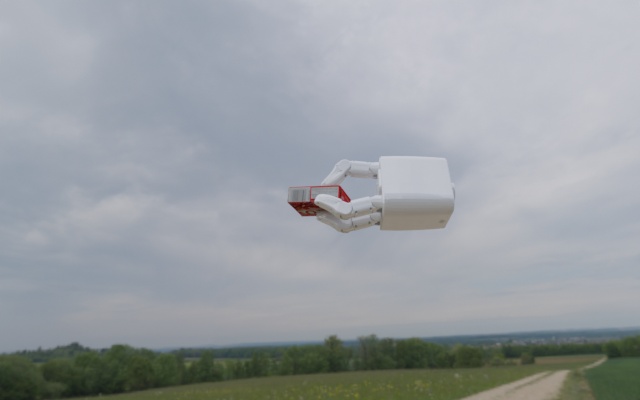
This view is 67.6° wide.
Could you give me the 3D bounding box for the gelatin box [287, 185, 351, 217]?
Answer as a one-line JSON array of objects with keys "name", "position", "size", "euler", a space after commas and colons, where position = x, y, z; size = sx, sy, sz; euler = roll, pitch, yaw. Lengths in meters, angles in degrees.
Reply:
[{"name": "gelatin box", "position": [0.000, 0.002, 0.776], "size": [0.089, 0.030, 0.073], "euler": [-1, -20, 17]}]
